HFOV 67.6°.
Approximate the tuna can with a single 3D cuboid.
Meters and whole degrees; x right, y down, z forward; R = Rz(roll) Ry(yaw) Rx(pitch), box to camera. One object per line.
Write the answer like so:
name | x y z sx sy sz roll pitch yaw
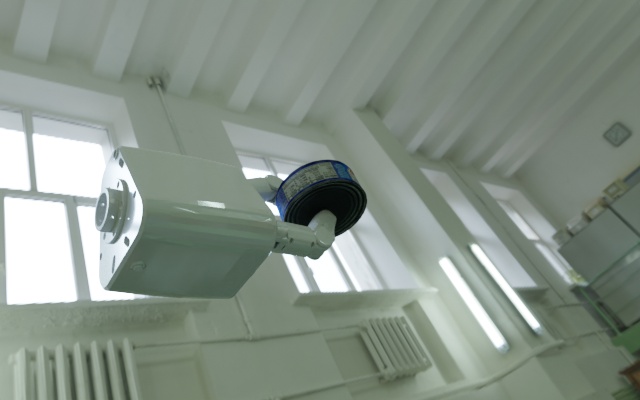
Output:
tuna can | 0.000 0.001 0.469 0.086 0.086 0.033 0 44 -28
